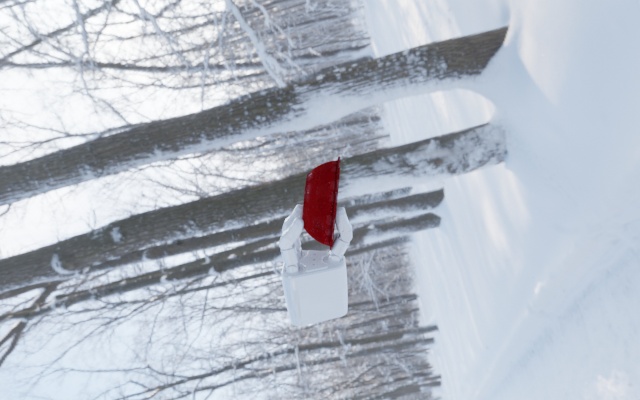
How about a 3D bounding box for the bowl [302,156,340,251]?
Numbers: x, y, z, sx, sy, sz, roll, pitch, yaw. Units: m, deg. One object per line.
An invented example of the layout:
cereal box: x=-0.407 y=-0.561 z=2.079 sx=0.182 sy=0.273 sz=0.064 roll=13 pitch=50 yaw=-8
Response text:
bowl: x=0.000 y=0.001 z=0.818 sx=0.055 sy=0.162 sz=0.162 roll=6 pitch=0 yaw=1
